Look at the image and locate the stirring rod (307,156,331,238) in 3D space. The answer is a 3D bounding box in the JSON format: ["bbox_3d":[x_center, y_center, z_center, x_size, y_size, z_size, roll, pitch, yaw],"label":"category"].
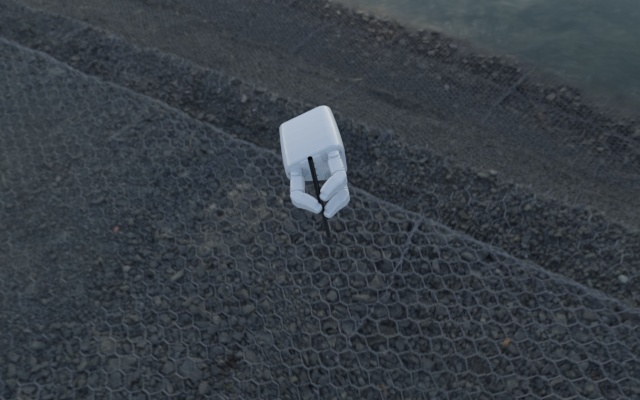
[{"bbox_3d":[0.000,0.003,0.808,0.011,0.011,0.240,0,-33,9],"label":"stirring rod"}]
